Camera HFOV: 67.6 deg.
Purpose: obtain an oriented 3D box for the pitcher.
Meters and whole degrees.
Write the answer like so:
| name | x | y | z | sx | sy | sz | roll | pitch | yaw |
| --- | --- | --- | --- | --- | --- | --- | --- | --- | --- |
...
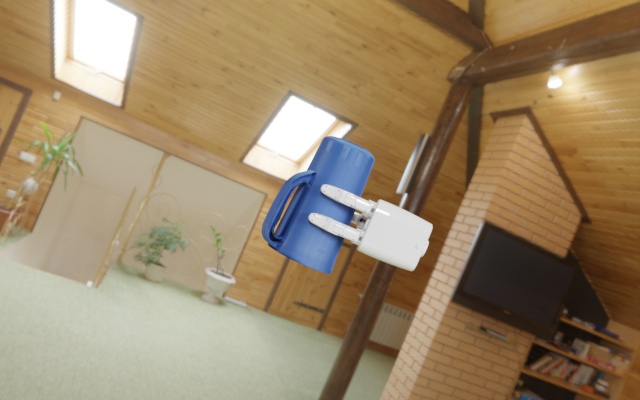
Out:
| name | x | y | z | sx | sy | sz | roll | pitch | yaw |
| --- | --- | --- | --- | --- | --- | --- | --- | --- | --- |
| pitcher | 0.000 | 0.003 | 0.897 | 0.145 | 0.243 | 0.149 | 24 | -1 | 6 |
